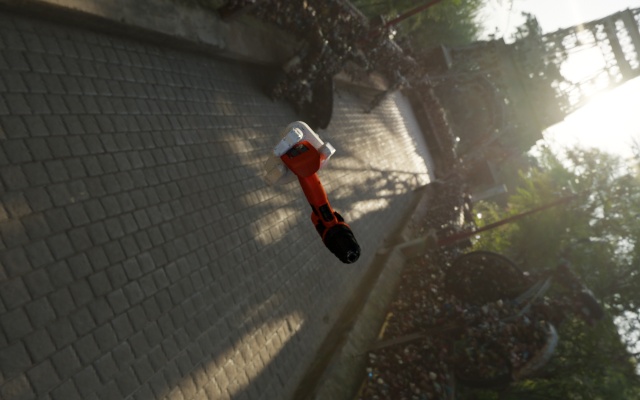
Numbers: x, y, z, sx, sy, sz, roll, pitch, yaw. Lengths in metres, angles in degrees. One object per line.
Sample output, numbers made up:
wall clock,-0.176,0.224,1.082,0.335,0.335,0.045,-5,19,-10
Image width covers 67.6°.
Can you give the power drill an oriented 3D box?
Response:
power drill,0.000,0.002,0.805,0.057,0.188,0.184,-26,26,-8
